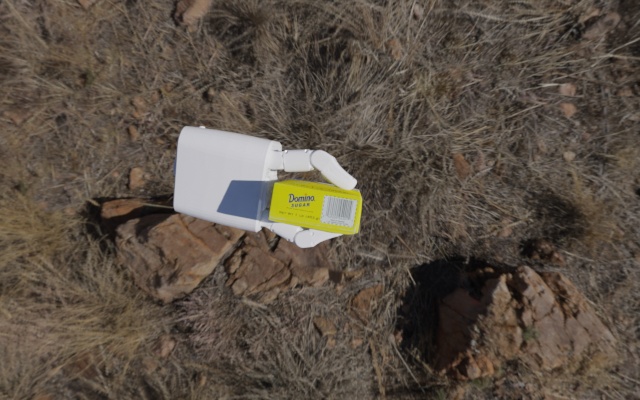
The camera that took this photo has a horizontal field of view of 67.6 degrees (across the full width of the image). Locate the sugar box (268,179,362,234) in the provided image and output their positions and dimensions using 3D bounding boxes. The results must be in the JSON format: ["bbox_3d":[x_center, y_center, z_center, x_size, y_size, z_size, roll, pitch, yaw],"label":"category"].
[{"bbox_3d":[0.000,0.001,0.564,0.093,0.048,0.176,10,7,2],"label":"sugar box"}]
